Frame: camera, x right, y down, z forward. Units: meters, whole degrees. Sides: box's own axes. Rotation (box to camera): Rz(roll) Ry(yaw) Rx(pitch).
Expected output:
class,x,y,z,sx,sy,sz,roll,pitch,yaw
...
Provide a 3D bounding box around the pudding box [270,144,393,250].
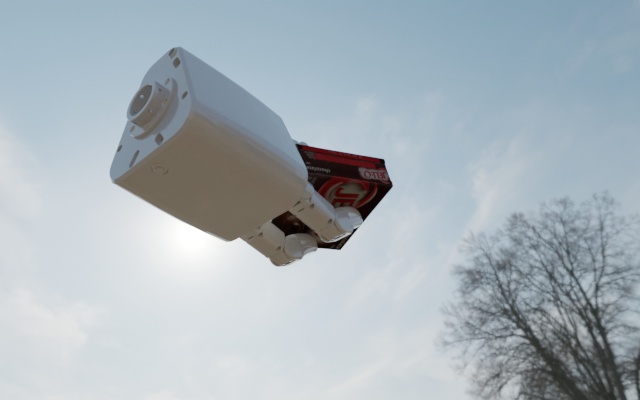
class,x,y,z,sx,sy,sz,roll,pitch,yaw
pudding box,0.000,0.001,0.446,0.090,0.039,0.113,8,-37,-23
